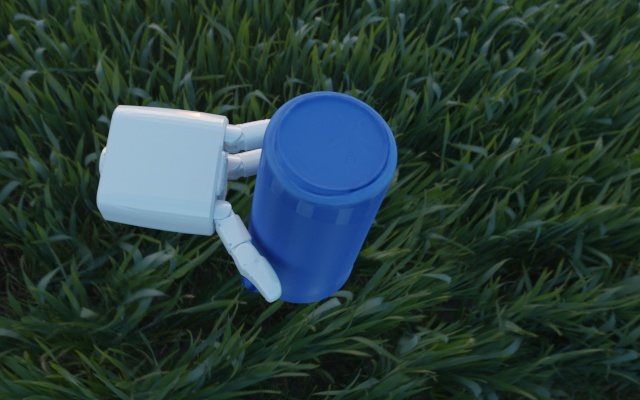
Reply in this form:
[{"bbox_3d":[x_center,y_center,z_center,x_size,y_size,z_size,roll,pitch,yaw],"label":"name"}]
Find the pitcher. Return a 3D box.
[{"bbox_3d":[0.000,0.002,0.479,0.145,0.149,0.243,9,-27,-5],"label":"pitcher"}]
